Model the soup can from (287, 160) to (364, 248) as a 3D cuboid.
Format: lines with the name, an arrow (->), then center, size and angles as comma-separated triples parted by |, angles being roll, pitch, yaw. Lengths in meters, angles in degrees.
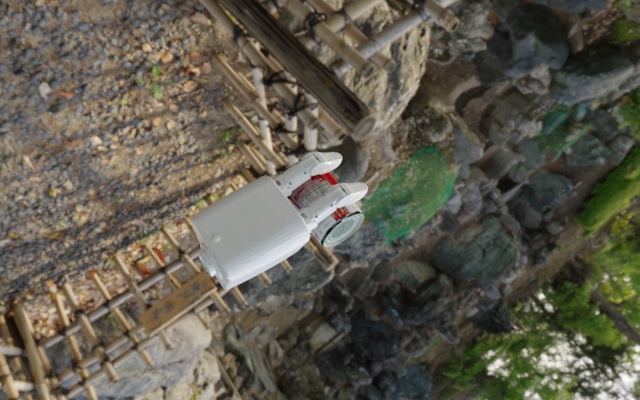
soup can -> 0.001, 0.002, 0.620 | 0.068, 0.102, 0.068 | -32, -24, -16
